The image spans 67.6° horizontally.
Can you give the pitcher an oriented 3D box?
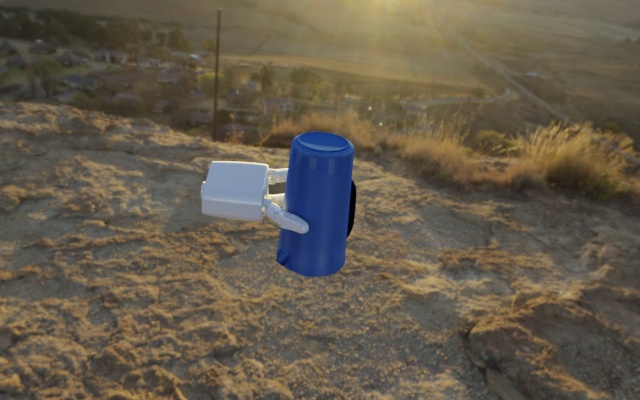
[{"bbox_3d":[0.000,0.003,0.869,0.145,0.243,0.149,6,28,-1],"label":"pitcher"}]
